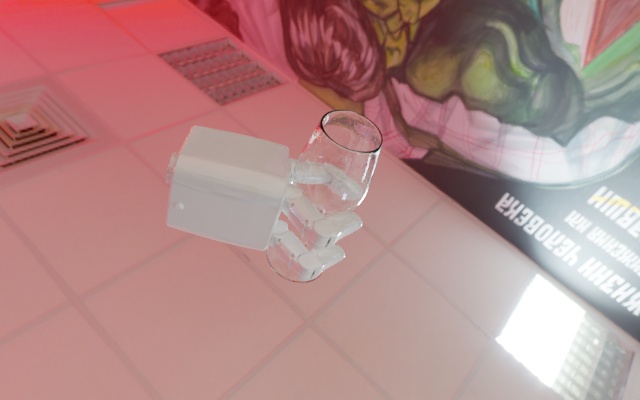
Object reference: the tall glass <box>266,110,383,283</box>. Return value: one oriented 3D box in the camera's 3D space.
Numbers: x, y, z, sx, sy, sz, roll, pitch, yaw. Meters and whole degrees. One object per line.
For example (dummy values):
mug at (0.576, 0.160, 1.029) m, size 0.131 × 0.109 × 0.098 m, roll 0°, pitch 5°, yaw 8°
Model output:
tall glass at (0.000, 0.002, 0.509) m, size 0.079 × 0.079 × 0.201 m, roll 0°, pitch -42°, yaw -24°
